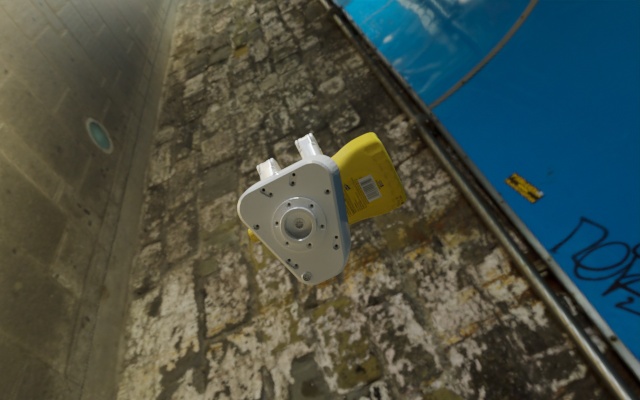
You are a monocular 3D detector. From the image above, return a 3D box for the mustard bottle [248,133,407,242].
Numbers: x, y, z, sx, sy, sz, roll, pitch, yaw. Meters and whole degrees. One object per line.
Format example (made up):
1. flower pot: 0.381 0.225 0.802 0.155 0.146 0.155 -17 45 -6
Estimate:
1. mustard bottle: 0.000 0.002 0.577 0.191 0.096 0.058 -27 28 6
